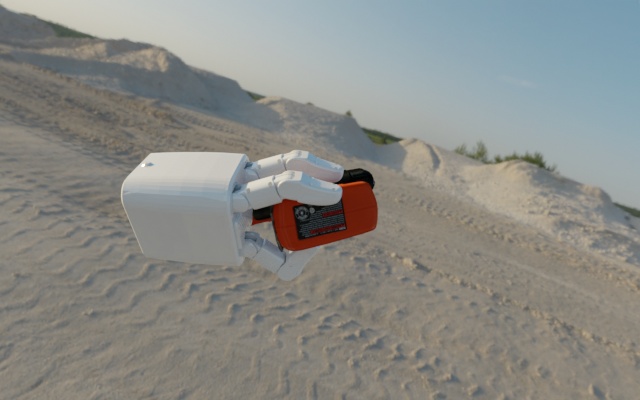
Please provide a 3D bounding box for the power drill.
[{"bbox_3d":[0.000,0.002,0.558,0.184,0.057,0.187,-15,9,-12],"label":"power drill"}]
